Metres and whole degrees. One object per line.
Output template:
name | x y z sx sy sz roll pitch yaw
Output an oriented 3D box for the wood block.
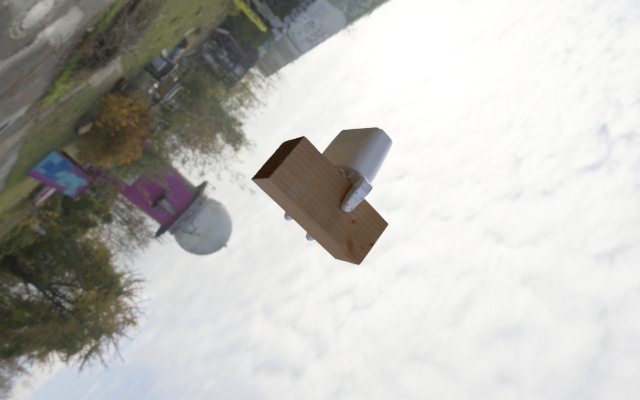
wood block | 0.001 0.002 0.775 0.206 0.090 0.091 45 -18 -19
